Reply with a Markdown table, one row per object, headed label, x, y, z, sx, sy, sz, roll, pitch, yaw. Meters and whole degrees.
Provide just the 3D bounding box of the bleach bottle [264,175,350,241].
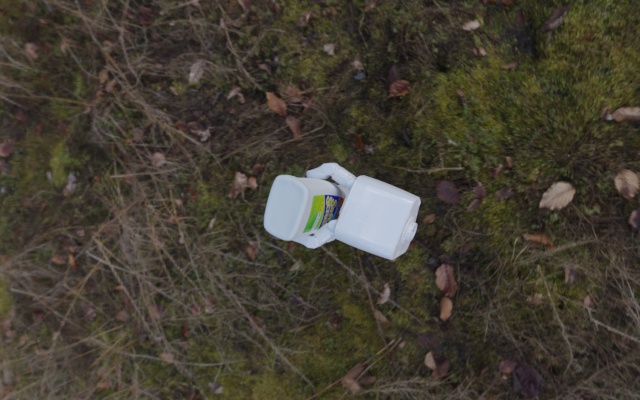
| label | x | y | z | sx | sy | sz | roll | pitch | yaw |
| --- | --- | --- | --- | --- | --- | --- | --- | --- | --- |
| bleach bottle | 0.000 | 0.003 | 0.836 | 0.068 | 0.102 | 0.251 | 24 | 15 | 23 |
